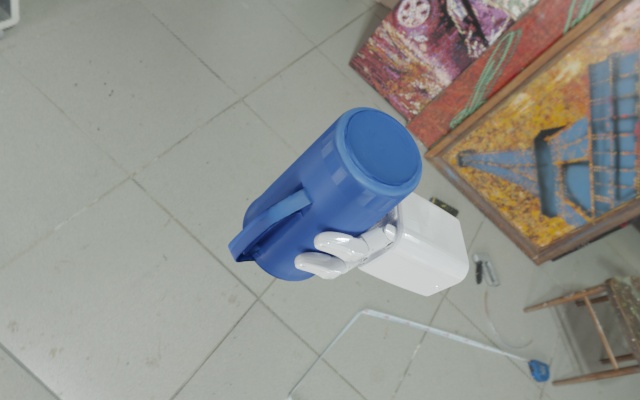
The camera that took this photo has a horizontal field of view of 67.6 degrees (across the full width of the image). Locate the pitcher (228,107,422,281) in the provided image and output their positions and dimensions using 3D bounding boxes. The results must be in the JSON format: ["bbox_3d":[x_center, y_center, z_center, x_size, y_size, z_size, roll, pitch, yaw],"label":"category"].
[{"bbox_3d":[0.000,0.002,0.568,0.145,0.149,0.243,26,-37,-16],"label":"pitcher"}]
